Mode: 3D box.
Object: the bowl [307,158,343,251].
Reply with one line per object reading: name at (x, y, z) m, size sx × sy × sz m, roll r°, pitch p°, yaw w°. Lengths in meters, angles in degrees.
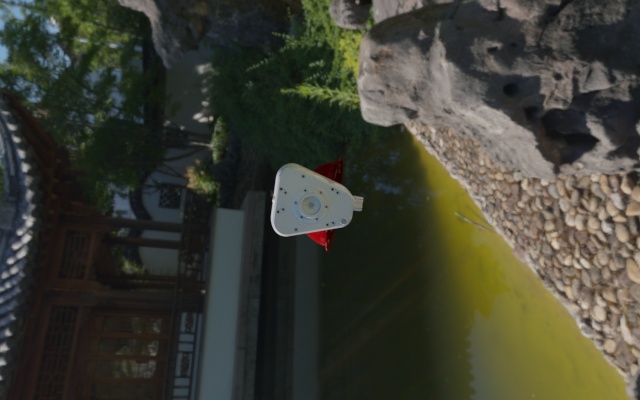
bowl at (0.000, 0.003, 0.823) m, size 0.055 × 0.162 × 0.162 m, roll 9°, pitch 1°, yaw 8°
